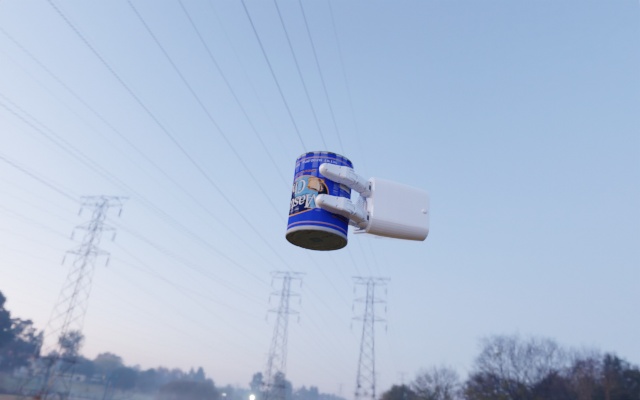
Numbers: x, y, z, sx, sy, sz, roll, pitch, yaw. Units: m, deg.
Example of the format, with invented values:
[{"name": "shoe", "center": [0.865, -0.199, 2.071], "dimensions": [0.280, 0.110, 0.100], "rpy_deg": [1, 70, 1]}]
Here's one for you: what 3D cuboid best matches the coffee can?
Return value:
[{"name": "coffee can", "center": [0.000, 0.003, 0.803], "dimensions": [0.103, 0.140, 0.103], "rpy_deg": [5, -24, 2]}]
